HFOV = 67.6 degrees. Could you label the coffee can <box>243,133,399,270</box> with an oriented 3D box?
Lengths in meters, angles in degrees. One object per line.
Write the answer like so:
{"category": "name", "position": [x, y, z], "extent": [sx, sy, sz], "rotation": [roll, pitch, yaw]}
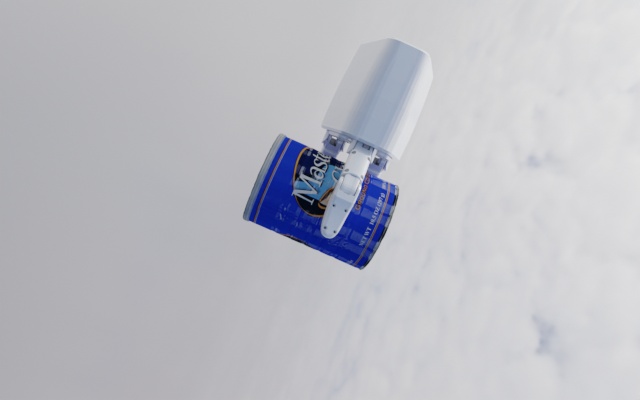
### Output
{"category": "coffee can", "position": [0.000, 0.002, 0.523], "extent": [0.140, 0.103, 0.103], "rotation": [24, -1, -3]}
